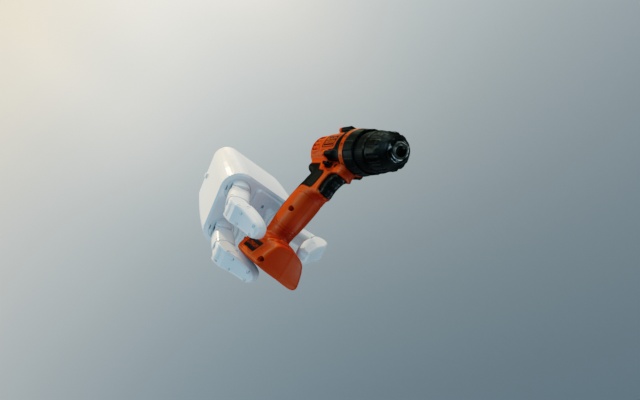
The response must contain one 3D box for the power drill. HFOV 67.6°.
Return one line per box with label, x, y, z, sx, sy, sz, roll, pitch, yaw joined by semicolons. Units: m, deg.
power drill;0.000;0.002;0.511;0.057;0.187;0.184;42;-11;-18
